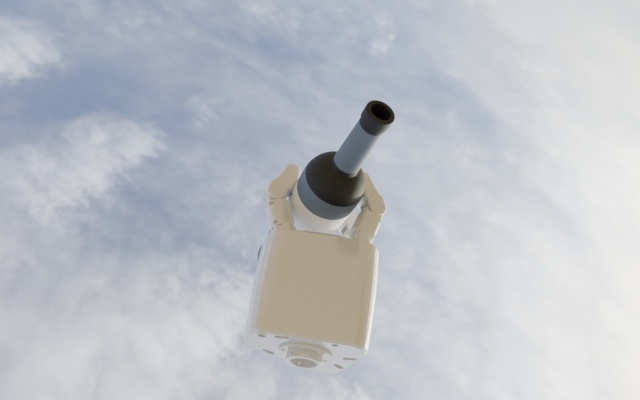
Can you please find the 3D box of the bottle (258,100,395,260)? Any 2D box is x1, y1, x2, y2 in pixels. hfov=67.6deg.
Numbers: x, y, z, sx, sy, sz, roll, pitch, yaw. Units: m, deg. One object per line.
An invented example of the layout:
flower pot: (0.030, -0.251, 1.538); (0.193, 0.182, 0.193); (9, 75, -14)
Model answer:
bottle: (0.000, 0.002, 0.521); (0.069, 0.069, 0.296); (0, -32, -24)
